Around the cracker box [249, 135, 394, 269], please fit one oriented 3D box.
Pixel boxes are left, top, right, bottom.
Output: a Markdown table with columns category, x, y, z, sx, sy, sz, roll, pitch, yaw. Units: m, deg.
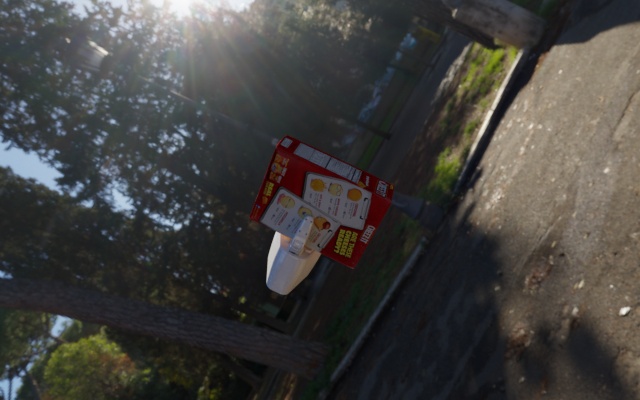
| category | x | y | z | sx | sy | sz | roll | pitch | yaw |
| --- | --- | --- | --- | --- | --- | --- | --- | --- | --- |
| cracker box | 0.000 | 0.003 | 0.850 | 0.213 | 0.164 | 0.072 | 25 | 33 | 0 |
